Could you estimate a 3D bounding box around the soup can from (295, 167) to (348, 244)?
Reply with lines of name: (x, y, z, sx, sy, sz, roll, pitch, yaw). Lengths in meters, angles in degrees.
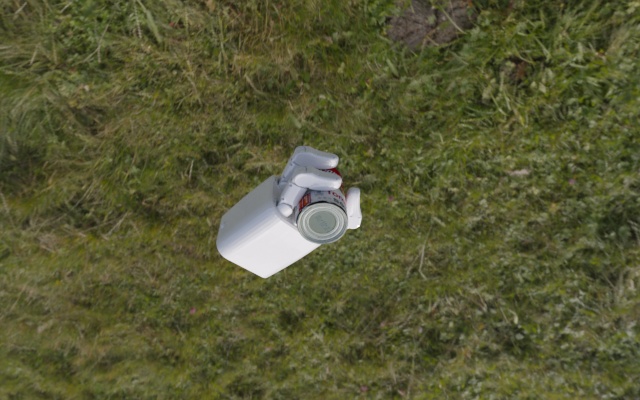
soup can: (0.001, 0.002, 0.641, 0.068, 0.068, 0.102, 0, 33, -3)
